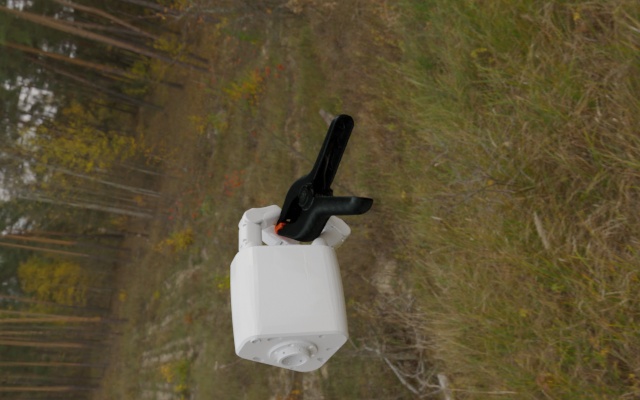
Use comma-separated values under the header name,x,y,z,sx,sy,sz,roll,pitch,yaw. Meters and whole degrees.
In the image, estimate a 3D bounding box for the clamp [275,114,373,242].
name,x,y,z,sx,sy,sz,roll,pitch,yaw
clamp,-0.001,0.002,0.531,0.039,0.120,0.171,13,-47,-24
